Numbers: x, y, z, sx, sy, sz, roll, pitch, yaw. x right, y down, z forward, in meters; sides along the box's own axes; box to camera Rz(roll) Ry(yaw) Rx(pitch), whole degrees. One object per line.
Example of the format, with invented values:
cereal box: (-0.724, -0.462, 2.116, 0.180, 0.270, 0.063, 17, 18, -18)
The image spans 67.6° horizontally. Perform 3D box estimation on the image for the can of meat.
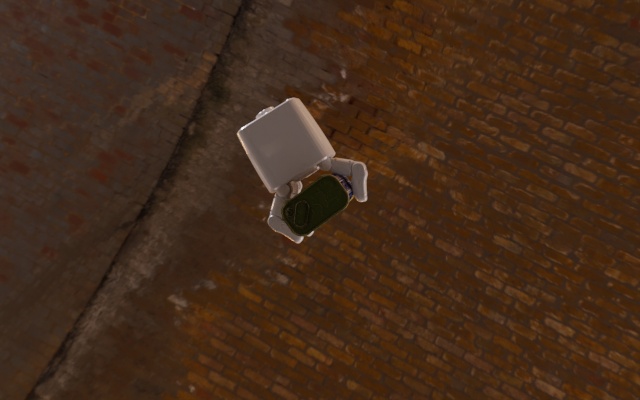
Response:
can of meat: (0.000, 0.002, 0.722, 0.102, 0.057, 0.084, -37, -1, 15)
